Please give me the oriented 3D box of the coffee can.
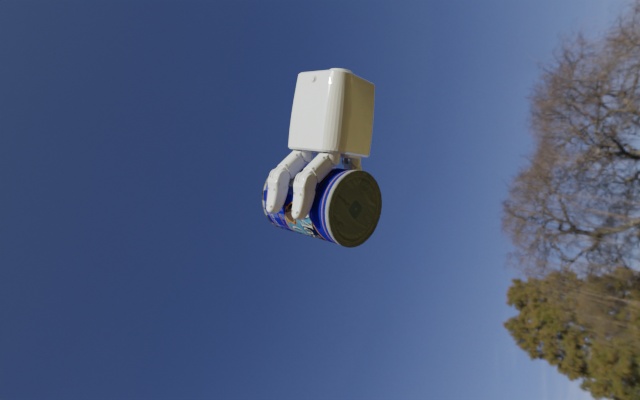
[{"bbox_3d":[0.000,0.002,0.673,0.103,0.103,0.140,0,8,-43],"label":"coffee can"}]
